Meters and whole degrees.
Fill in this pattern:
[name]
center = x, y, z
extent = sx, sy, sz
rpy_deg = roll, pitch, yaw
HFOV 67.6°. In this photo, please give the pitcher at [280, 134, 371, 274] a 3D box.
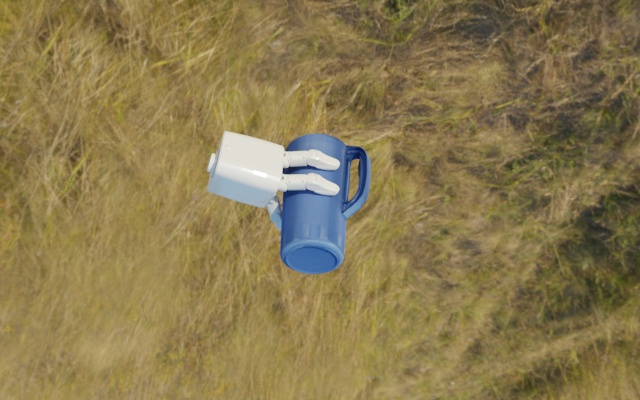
[pitcher]
center = 0.000, 0.003, 0.864
extent = 0.145, 0.242, 0.149
rpy_deg = 15, -40, -15
